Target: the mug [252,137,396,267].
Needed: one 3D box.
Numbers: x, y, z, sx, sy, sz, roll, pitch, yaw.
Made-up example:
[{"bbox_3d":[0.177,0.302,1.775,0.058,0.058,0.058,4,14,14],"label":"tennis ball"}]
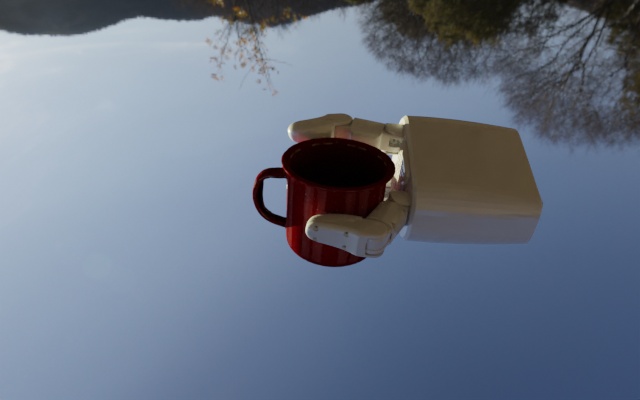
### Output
[{"bbox_3d":[-0.001,0.001,0.409,0.117,0.081,0.093,4,32,-1],"label":"mug"}]
